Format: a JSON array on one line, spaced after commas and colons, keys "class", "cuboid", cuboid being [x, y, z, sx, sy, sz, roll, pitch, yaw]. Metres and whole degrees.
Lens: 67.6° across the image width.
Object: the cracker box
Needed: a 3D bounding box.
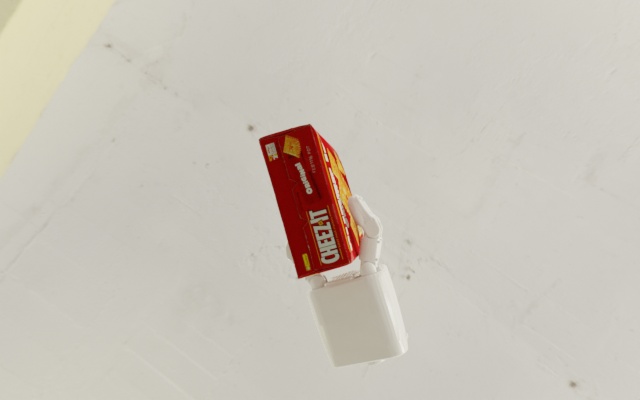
[{"class": "cracker box", "cuboid": [0.000, 0.002, 0.623, 0.072, 0.164, 0.214, -17, -4, 8]}]
